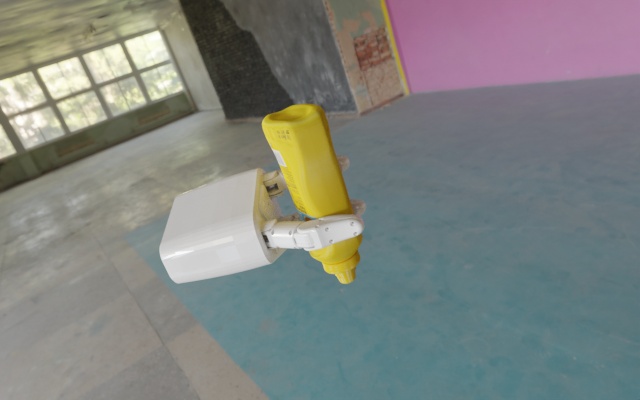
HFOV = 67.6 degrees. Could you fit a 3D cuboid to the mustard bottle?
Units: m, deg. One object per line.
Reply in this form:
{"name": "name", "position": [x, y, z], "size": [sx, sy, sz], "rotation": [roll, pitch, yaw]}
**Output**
{"name": "mustard bottle", "position": [0.000, 0.001, 0.485], "size": [0.058, 0.192, 0.096], "rotation": [-24, 21, -14]}
